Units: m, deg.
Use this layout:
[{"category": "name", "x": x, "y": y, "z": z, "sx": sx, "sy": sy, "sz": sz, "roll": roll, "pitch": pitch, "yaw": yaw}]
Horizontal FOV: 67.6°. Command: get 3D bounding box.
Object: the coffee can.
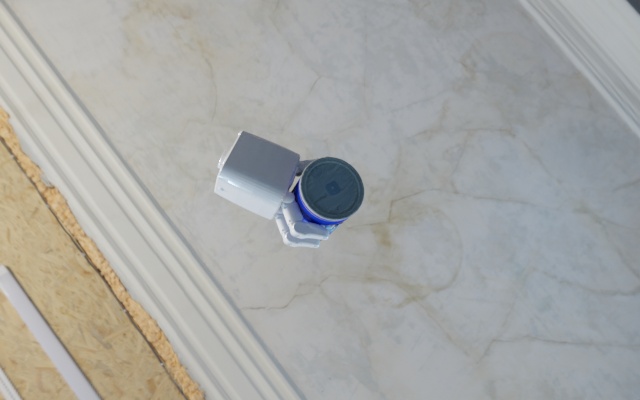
[{"category": "coffee can", "x": 0.000, "y": 0.003, "z": 0.789, "sx": 0.103, "sy": 0.102, "sz": 0.140, "roll": 0, "pitch": -19, "yaw": -17}]
